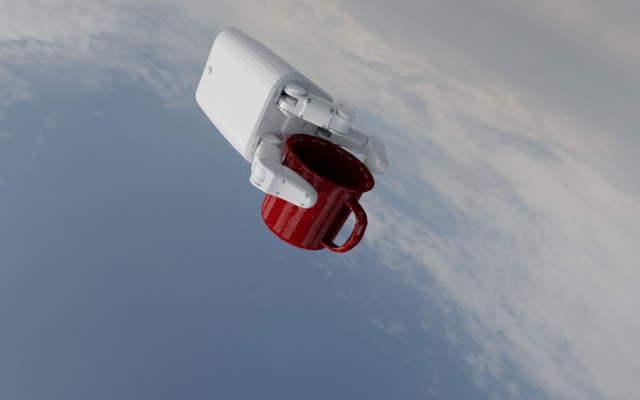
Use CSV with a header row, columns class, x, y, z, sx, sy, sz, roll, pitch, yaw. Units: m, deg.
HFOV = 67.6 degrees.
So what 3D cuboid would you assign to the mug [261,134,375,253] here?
class,x,y,z,sx,sy,sz,roll,pitch,yaw
mug,0.001,0.003,0.460,0.093,0.081,0.117,-4,42,-48
